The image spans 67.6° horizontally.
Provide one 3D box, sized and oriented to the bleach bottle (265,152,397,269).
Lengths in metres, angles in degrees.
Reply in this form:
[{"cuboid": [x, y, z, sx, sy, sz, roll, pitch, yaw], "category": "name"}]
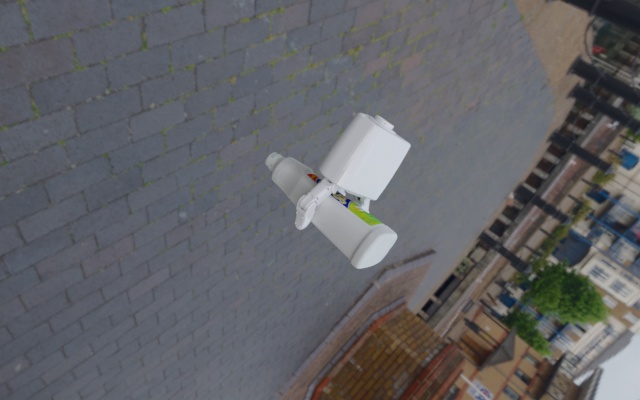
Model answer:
[{"cuboid": [0.000, 0.003, 0.761, 0.250, 0.068, 0.102, 40, 16, 23], "category": "bleach bottle"}]
